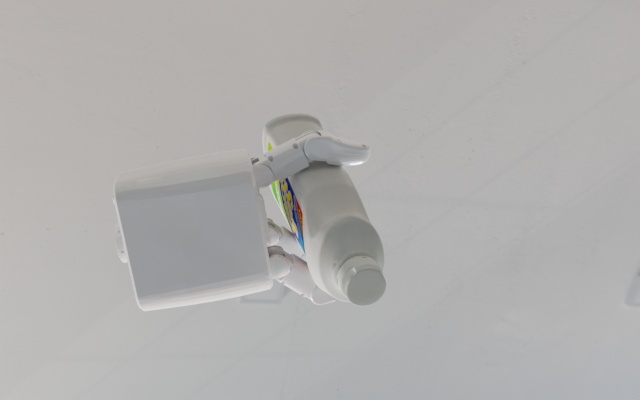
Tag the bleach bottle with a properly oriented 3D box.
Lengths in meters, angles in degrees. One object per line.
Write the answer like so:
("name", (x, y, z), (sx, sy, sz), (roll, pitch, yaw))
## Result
("bleach bottle", (0.000, 0.001, 0.422), (0.068, 0.103, 0.250), (-9, 25, -11))
